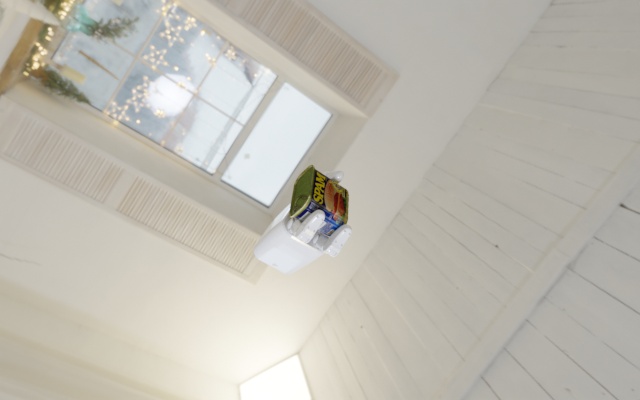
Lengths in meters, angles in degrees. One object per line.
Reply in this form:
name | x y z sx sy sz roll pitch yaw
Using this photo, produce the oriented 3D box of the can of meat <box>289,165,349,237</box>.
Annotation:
can of meat | 0.000 0.003 0.811 0.084 0.102 0.057 32 -51 -23
